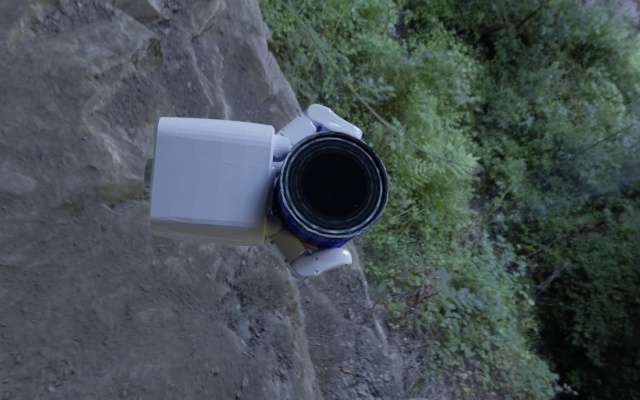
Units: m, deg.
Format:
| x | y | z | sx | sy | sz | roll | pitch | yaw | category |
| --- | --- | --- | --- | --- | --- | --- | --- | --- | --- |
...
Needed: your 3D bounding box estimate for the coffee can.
| x | y | z | sx | sy | sz | roll | pitch | yaw | category |
| --- | --- | --- | --- | --- | --- | --- | --- | --- | --- |
| 0.000 | 0.002 | 0.498 | 0.103 | 0.102 | 0.140 | 0 | -14 | -12 | coffee can |
